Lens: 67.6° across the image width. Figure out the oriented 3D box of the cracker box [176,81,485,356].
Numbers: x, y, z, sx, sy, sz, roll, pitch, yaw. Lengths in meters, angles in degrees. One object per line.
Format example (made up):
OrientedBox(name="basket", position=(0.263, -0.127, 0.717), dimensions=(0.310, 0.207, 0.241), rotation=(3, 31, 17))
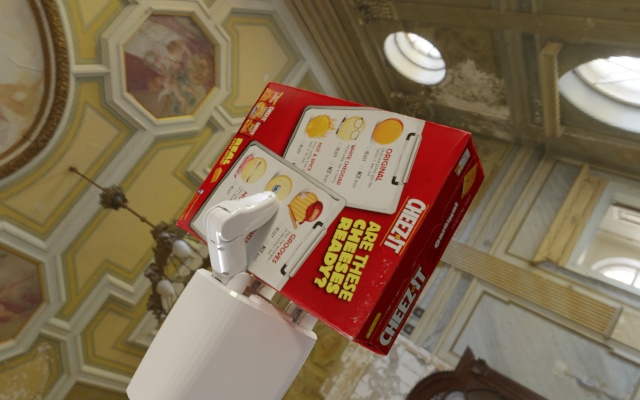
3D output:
OrientedBox(name="cracker box", position=(0.000, 0.001, 0.402), dimensions=(0.213, 0.164, 0.072), rotation=(24, -12, 38))
